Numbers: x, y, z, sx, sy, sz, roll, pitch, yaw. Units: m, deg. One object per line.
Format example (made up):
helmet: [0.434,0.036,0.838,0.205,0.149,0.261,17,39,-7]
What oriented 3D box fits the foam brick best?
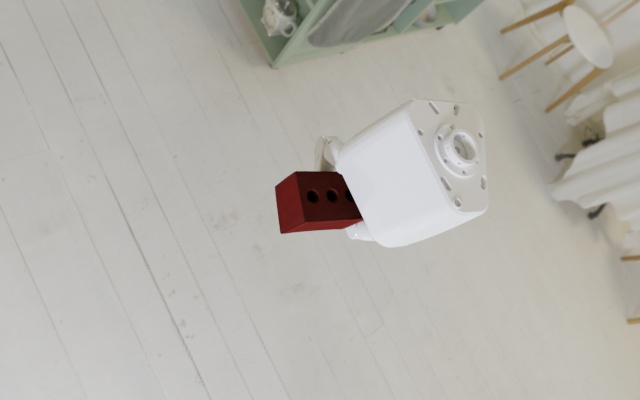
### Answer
foam brick: [0.000,0.002,0.489,0.078,0.053,0.051,-3,-14,-31]
